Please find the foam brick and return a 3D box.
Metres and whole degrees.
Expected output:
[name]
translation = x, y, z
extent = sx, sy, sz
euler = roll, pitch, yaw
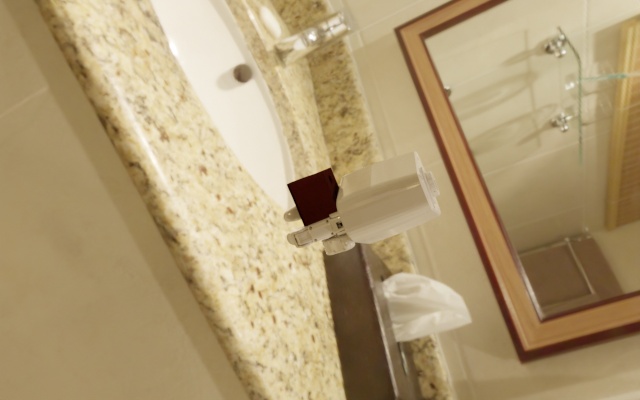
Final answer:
[foam brick]
translation = 0.000, 0.002, 0.624
extent = 0.051, 0.078, 0.053
euler = -22, 4, 17
